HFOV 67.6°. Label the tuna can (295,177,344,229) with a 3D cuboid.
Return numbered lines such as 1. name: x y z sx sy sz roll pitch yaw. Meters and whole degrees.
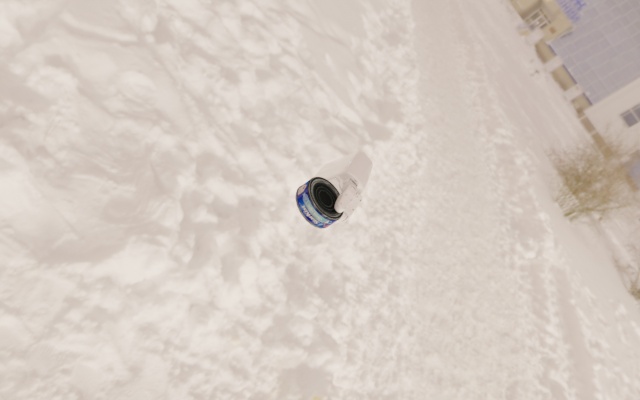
1. tuna can: 0.000 0.002 0.817 0.034 0.086 0.086 -34 -22 35
